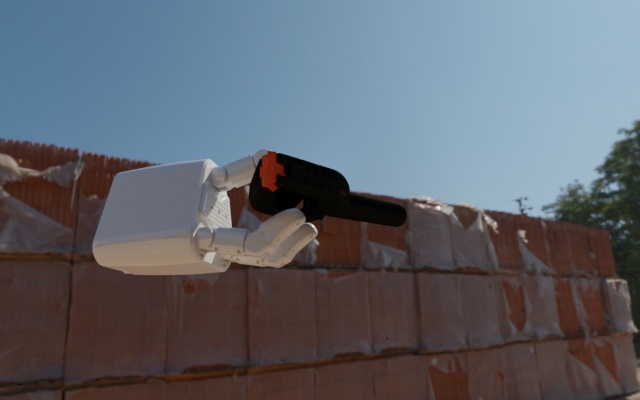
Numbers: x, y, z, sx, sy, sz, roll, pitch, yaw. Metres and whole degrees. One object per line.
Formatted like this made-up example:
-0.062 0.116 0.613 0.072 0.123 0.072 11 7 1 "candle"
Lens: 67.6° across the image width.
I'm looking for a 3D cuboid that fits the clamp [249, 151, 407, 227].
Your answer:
0.000 0.001 0.473 0.164 0.036 0.210 -7 -18 10 "clamp"
